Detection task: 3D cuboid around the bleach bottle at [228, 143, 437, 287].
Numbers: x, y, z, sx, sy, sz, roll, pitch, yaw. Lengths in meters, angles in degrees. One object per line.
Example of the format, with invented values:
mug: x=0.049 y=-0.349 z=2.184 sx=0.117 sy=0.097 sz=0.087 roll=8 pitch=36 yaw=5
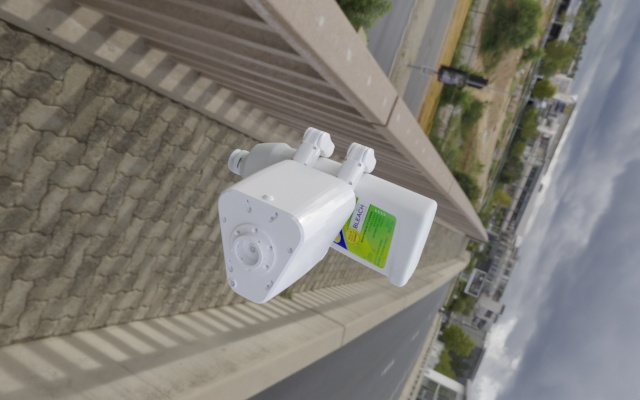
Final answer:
bleach bottle: x=0.000 y=0.002 z=0.558 sx=0.251 sy=0.103 sz=0.068 roll=22 pitch=26 yaw=20
